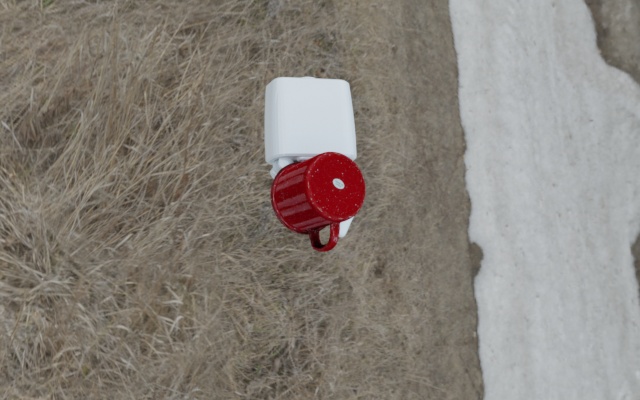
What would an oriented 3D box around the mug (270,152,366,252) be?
[{"bbox_3d":[0.000,0.003,0.563,0.093,0.117,0.081,1,-10,-30],"label":"mug"}]
